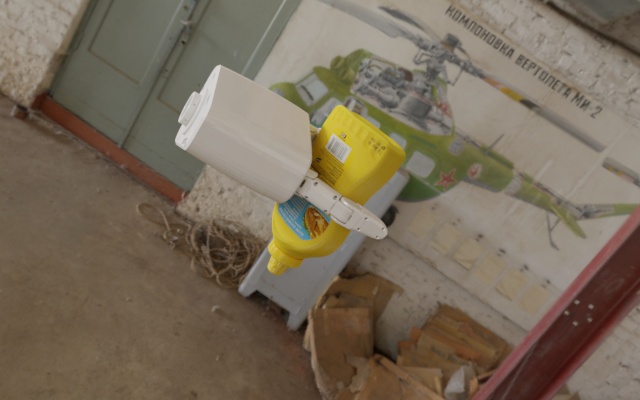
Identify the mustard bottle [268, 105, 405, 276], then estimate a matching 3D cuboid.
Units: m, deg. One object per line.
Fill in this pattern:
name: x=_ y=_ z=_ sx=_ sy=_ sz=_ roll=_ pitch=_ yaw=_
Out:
mustard bottle: x=0.000 y=0.002 z=0.505 sx=0.058 sy=0.192 sz=0.096 roll=18 pitch=22 yaw=-48
